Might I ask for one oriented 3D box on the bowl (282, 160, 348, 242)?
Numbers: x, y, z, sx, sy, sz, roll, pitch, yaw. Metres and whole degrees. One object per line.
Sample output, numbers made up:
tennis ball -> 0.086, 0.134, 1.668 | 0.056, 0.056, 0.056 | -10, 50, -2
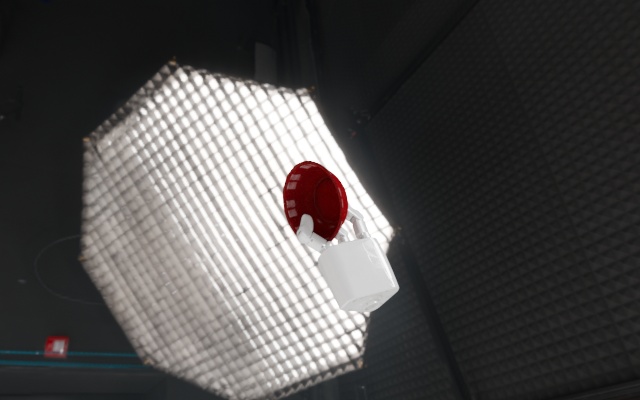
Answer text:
bowl -> 0.000, 0.002, 0.899 | 0.055, 0.162, 0.162 | -12, 9, -43
